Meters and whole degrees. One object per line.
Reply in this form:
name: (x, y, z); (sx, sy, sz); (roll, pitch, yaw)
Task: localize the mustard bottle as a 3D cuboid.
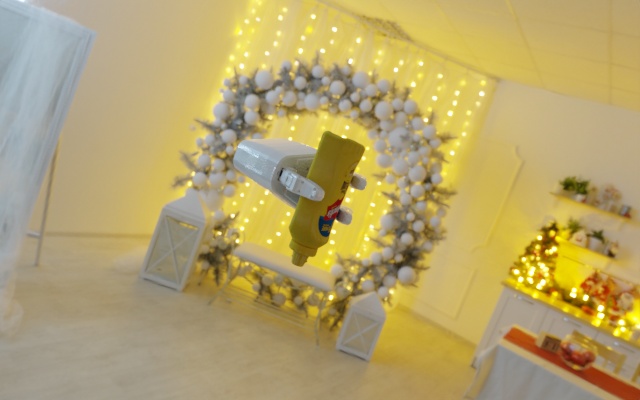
mustard bottle: (0.000, 0.002, 0.668); (0.058, 0.191, 0.096); (23, 7, 15)
